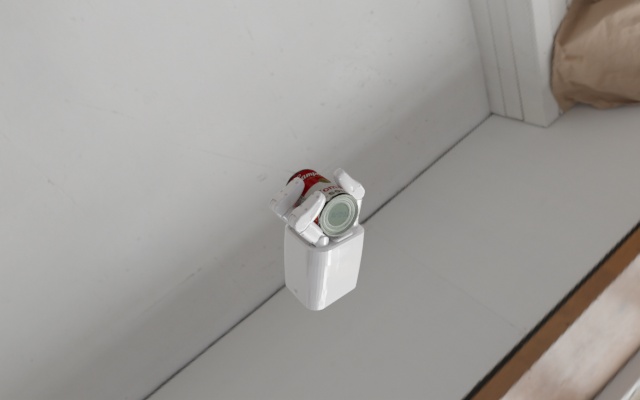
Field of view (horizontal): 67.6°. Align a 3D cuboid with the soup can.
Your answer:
[{"bbox_3d":[0.000,0.002,0.698,0.068,0.068,0.102,0,22,-35],"label":"soup can"}]
